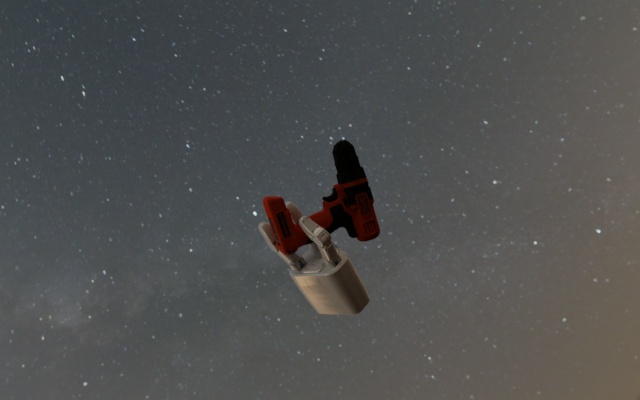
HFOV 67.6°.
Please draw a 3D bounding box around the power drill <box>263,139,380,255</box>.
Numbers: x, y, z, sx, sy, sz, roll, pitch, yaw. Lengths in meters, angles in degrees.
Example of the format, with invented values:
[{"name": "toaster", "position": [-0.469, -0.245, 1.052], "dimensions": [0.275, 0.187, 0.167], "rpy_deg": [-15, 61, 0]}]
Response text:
[{"name": "power drill", "position": [0.000, 0.003, 0.828], "dimensions": [0.187, 0.184, 0.057], "rpy_deg": [-18, 2, -13]}]
